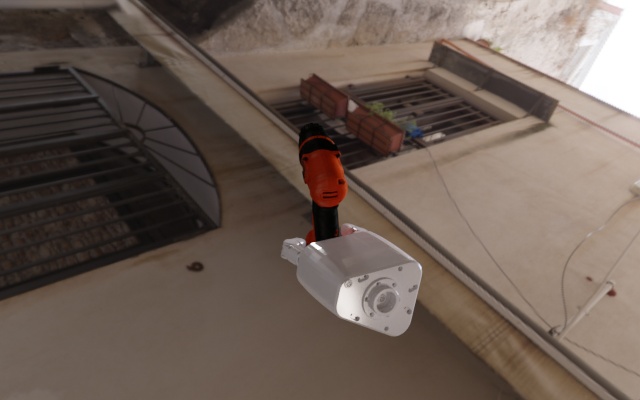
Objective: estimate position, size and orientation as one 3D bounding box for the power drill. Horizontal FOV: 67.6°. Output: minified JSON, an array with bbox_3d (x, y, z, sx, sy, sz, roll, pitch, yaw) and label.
[{"bbox_3d":[0.000,0.003,0.666,0.057,0.188,0.184,-6,32,-3],"label":"power drill"}]
